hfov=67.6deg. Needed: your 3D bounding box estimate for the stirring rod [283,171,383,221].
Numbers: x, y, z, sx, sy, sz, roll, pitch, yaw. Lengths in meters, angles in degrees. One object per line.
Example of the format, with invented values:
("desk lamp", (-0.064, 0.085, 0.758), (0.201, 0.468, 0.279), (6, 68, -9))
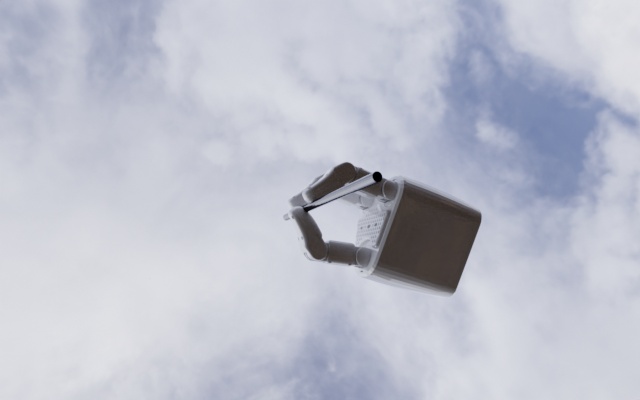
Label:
("stirring rod", (0.000, 0.002, 0.448), (0.011, 0.011, 0.239), (0, -9, -20))
